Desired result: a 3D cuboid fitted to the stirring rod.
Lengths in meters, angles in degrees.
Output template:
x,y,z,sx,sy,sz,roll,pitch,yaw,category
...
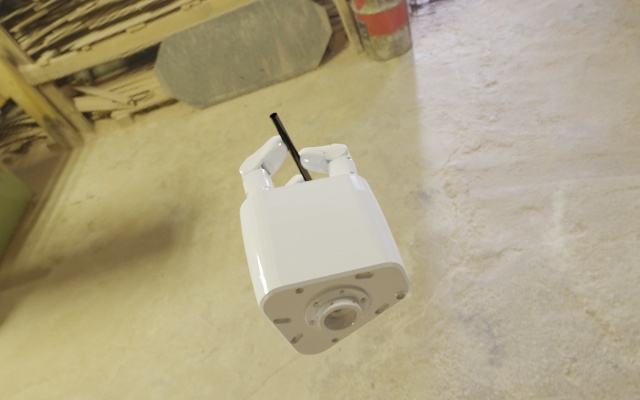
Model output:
x,y,z,sx,sy,sz,roll,pitch,yaw,category
0.000,0.002,0.518,0.011,0.011,0.240,0,-42,29,stirring rod
